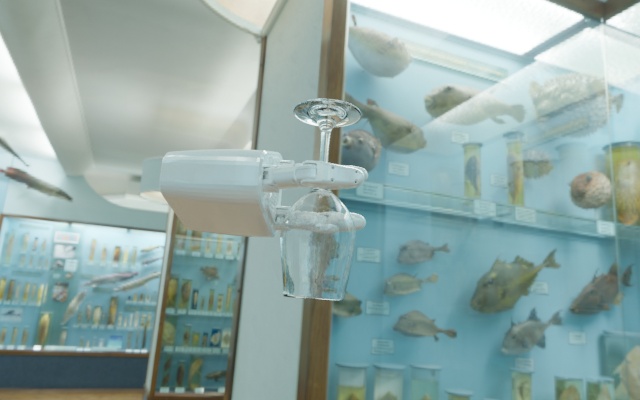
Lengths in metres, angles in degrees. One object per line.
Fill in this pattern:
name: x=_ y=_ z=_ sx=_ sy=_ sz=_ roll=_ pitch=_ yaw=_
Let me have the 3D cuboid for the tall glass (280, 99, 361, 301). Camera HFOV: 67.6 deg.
tall glass: x=0.000 y=0.001 z=0.500 sx=0.079 sy=0.201 sz=0.079 roll=4 pitch=-12 yaw=1
